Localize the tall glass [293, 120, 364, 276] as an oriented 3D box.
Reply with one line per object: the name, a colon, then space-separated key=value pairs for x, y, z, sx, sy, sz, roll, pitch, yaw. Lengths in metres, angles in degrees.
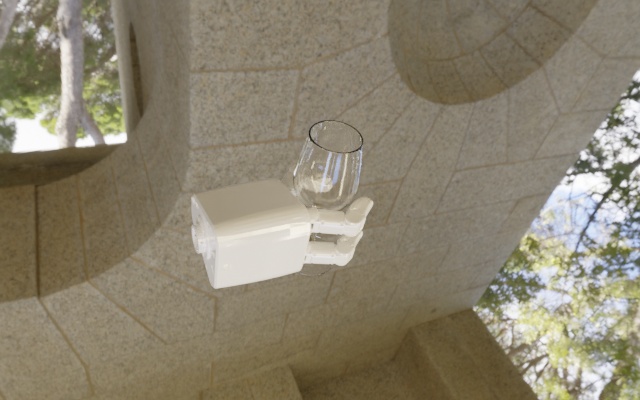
tall glass: x=0.000 y=0.002 z=0.588 sx=0.079 sy=0.201 sz=0.079 roll=8 pitch=42 yaw=-7
